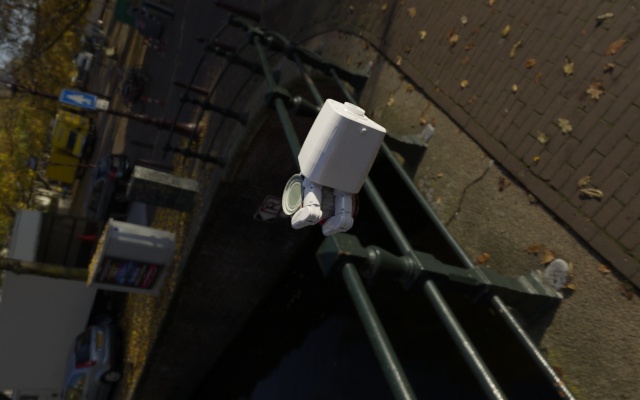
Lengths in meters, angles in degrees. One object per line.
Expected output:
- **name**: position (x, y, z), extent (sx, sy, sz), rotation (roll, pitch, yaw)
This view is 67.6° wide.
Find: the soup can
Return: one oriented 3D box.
- **soup can**: position (0.000, 0.003, 0.751), extent (0.102, 0.068, 0.068), rotation (15, -8, -31)
